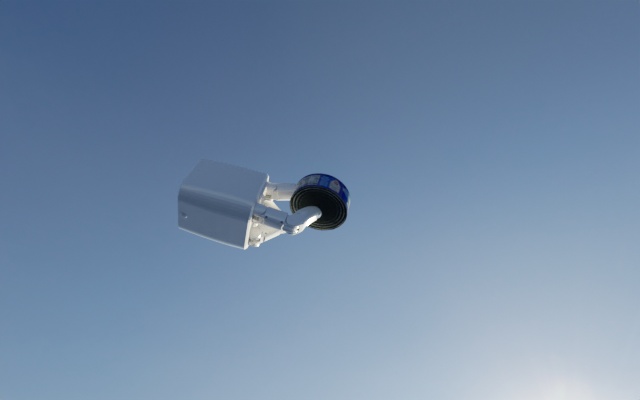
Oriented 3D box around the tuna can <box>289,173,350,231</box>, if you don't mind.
[{"bbox_3d":[0.000,0.002,0.699,0.086,0.086,0.033,0,41,17],"label":"tuna can"}]
